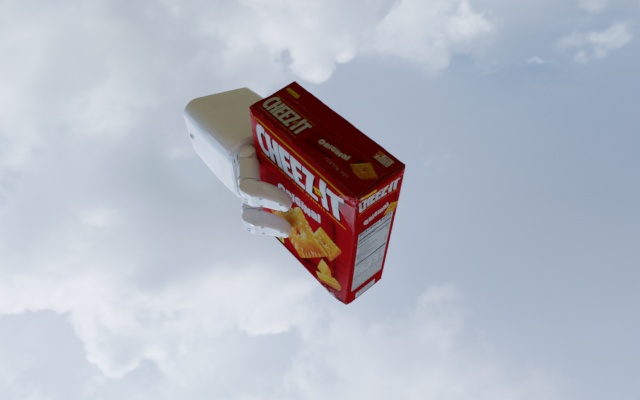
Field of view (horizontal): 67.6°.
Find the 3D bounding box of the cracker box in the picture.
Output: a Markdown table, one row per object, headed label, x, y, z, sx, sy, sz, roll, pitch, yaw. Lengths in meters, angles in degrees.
| label | x | y | z | sx | sy | sz | roll | pitch | yaw |
| --- | --- | --- | --- | --- | --- | --- | --- | --- | --- |
| cracker box | 0.000 | 0.002 | 0.541 | 0.072 | 0.214 | 0.164 | -35 | 60 | -24 |
